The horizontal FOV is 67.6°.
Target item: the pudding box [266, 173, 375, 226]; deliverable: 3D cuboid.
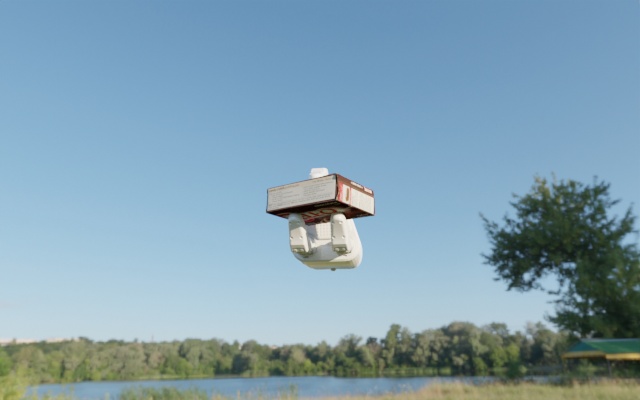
[{"bbox_3d":[0.000,0.002,0.615,0.113,0.039,0.090,-13,-20,34],"label":"pudding box"}]
